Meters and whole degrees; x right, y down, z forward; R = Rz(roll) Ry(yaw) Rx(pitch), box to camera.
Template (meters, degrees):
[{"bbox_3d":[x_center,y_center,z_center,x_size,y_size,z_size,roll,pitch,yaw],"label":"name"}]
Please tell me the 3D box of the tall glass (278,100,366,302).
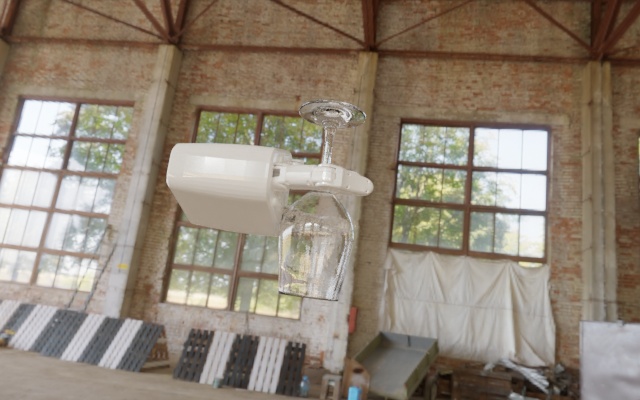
[{"bbox_3d":[0.000,0.001,0.503,0.079,0.201,0.079,7,-13,2],"label":"tall glass"}]
